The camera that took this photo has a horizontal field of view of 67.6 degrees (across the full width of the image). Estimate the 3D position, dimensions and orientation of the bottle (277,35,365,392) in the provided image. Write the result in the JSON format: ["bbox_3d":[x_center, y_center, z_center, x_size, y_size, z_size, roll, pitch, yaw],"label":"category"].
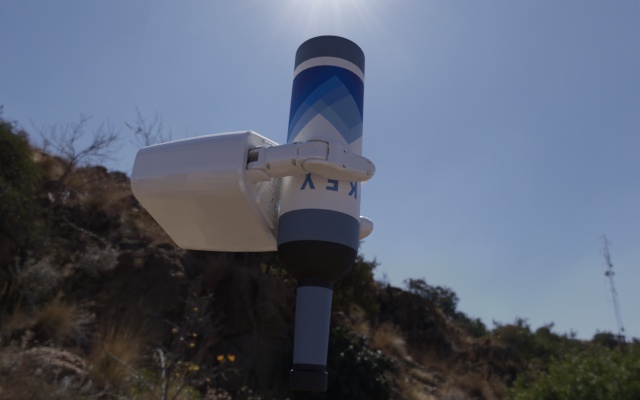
[{"bbox_3d":[0.000,0.001,0.400,0.069,0.295,0.069,3,-22,1],"label":"bottle"}]
